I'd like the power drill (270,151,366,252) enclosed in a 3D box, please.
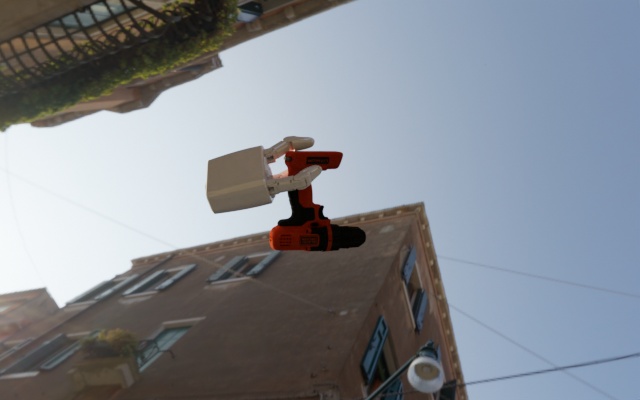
[{"bbox_3d":[0.000,0.002,0.879,0.184,0.187,0.057,0,7,-18],"label":"power drill"}]
